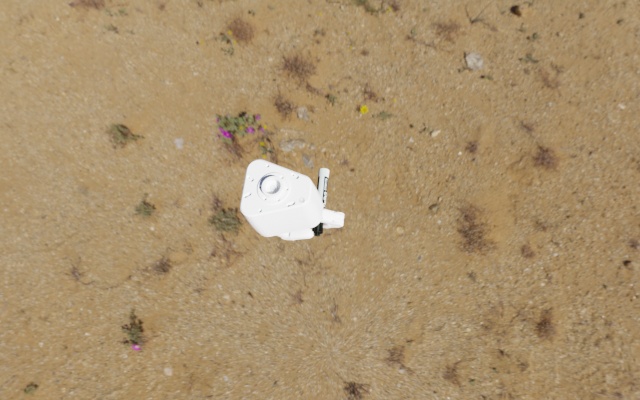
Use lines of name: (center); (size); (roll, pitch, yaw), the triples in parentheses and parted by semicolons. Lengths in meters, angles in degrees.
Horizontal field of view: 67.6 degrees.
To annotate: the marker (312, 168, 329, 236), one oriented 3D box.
marker: (0.000, 0.003, 0.828); (0.020, 0.121, 0.020); (6, -18, 2)
